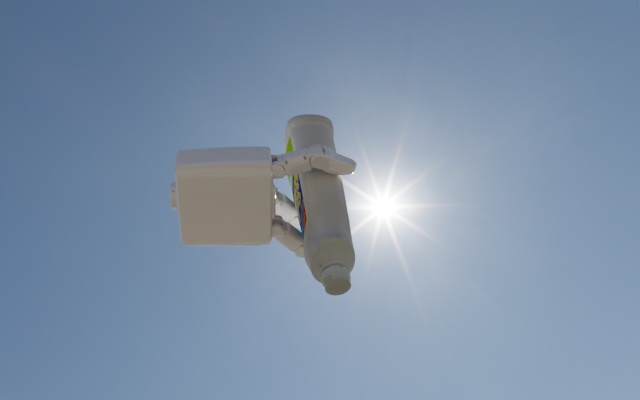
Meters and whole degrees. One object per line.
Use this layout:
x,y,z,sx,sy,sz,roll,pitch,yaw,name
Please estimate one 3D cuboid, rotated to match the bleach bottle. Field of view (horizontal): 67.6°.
0.000,0.002,0.583,0.068,0.103,0.250,-2,41,-10,bleach bottle
